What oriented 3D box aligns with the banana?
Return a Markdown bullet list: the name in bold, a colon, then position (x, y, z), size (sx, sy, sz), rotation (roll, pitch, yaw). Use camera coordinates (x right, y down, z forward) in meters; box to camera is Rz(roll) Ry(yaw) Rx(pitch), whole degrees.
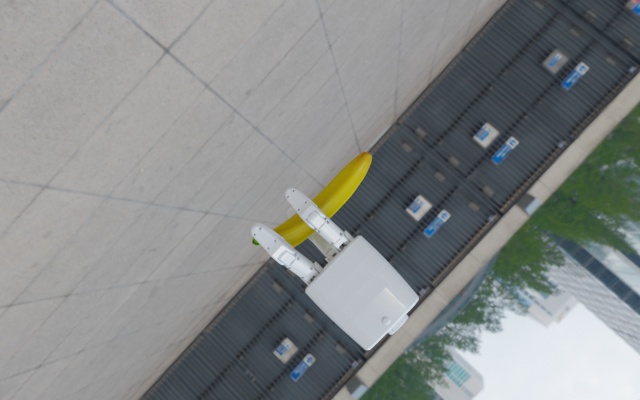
- **banana**: position (-0.004, 0.011, 0.639), size (0.197, 0.037, 0.070), rotation (-40, -13, -17)
